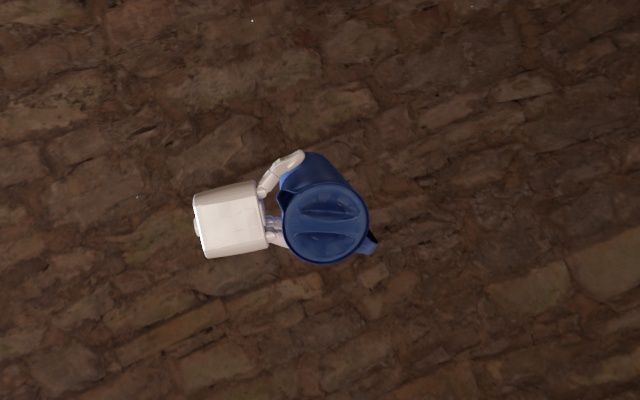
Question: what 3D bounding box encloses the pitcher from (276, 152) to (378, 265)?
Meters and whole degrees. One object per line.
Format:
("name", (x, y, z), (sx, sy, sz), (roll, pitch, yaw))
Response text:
("pitcher", (0.000, 0.003, 0.817), (0.145, 0.149, 0.242), (-14, 22, -3))
